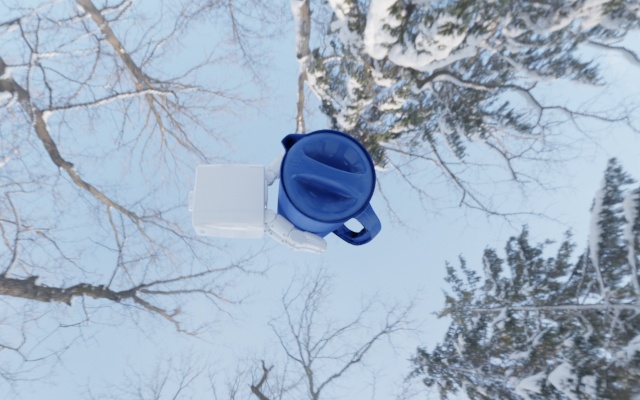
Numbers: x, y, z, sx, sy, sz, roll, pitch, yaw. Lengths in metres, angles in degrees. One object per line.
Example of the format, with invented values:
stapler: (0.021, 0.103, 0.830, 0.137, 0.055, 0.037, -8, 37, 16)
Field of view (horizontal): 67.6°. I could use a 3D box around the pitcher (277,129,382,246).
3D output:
pitcher: (0.000, 0.002, 0.751, 0.145, 0.149, 0.243, 0, -15, -9)
